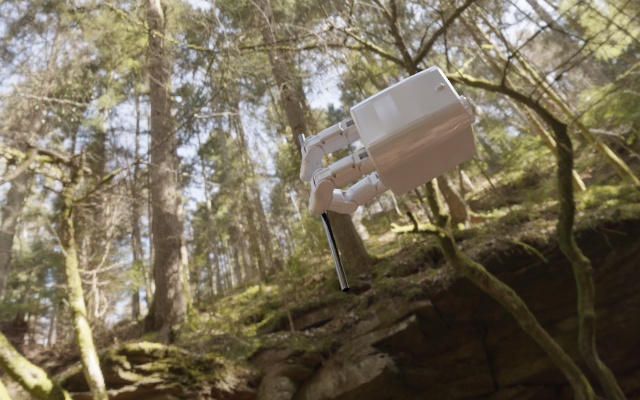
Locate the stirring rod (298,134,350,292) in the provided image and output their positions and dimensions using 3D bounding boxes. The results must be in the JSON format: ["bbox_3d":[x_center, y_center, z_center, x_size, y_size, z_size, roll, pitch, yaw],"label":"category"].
[{"bbox_3d":[0.000,0.002,0.552,0.011,0.239,0.011,-9,-42,-8],"label":"stirring rod"}]
